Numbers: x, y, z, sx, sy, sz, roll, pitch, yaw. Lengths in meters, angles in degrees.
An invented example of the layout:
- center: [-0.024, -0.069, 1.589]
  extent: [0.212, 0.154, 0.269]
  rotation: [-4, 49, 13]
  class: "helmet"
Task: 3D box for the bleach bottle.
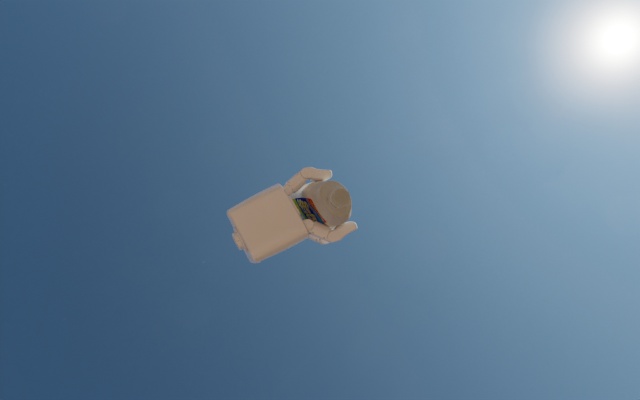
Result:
- center: [0.000, 0.003, 0.879]
  extent: [0.068, 0.102, 0.251]
  rotation: [-28, 0, -16]
  class: "bleach bottle"
